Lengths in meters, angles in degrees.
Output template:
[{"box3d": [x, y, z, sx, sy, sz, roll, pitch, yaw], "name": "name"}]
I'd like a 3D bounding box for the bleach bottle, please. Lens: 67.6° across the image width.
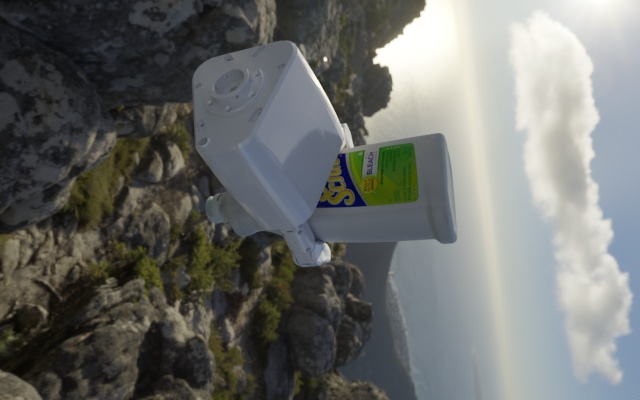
[{"box3d": [0.000, 0.001, 0.470, 0.251, 0.102, 0.068, -8, -34, 19], "name": "bleach bottle"}]
